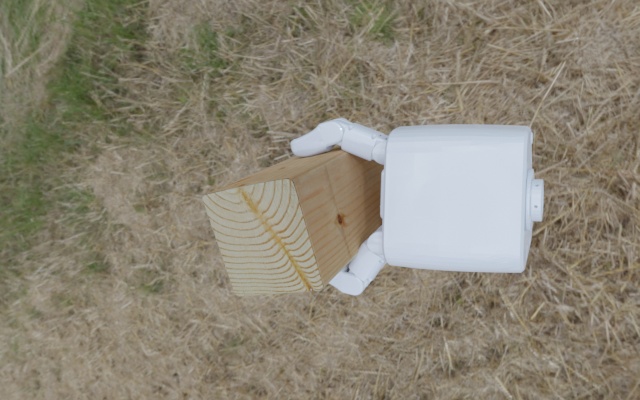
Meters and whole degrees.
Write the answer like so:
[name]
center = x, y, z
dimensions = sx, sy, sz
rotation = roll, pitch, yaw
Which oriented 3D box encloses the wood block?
[wood block]
center = 0.000, 0.001, 0.453
dimensions = 0.090, 0.091, 0.206
rotation = -10, 12, 30
